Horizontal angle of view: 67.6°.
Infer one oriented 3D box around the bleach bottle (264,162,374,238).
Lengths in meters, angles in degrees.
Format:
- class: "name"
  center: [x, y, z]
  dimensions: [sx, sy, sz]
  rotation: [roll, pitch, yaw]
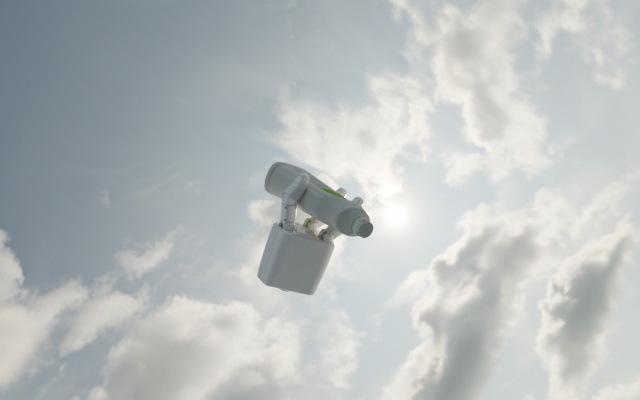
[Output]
- class: "bleach bottle"
  center: [0.000, 0.003, 0.843]
  dimensions: [0.102, 0.068, 0.250]
  rotation: [14, 11, -37]
